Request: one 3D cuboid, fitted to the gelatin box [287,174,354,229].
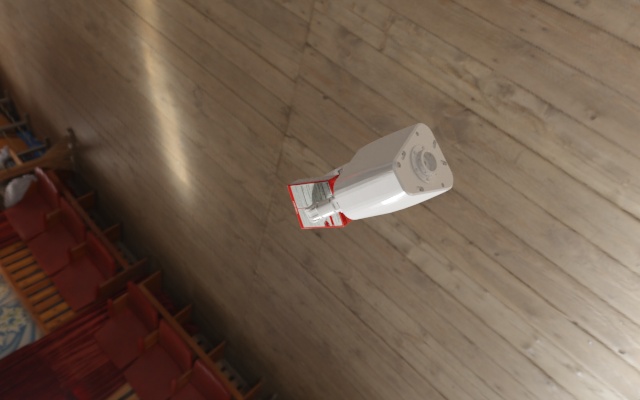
[{"bbox_3d":[0.000,0.003,0.711,0.089,0.073,0.030,-6,19,41],"label":"gelatin box"}]
